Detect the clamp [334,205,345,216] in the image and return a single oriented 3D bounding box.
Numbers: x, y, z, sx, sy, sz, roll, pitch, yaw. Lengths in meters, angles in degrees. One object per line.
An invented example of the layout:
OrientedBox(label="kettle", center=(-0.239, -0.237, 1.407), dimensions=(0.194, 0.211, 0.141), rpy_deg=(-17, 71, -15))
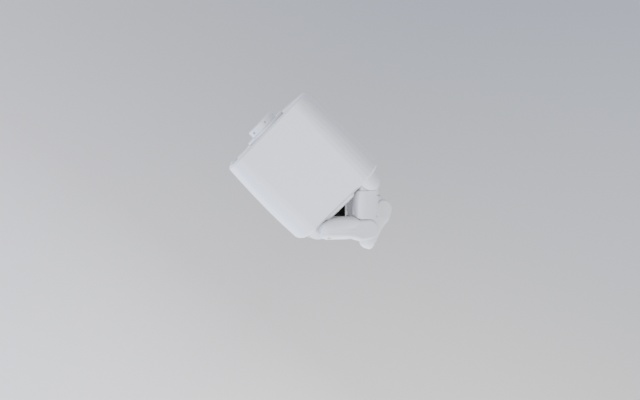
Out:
OrientedBox(label="clamp", center=(0.000, 0.003, 0.614), dimensions=(0.039, 0.120, 0.171), rpy_deg=(-46, 12, -16))
